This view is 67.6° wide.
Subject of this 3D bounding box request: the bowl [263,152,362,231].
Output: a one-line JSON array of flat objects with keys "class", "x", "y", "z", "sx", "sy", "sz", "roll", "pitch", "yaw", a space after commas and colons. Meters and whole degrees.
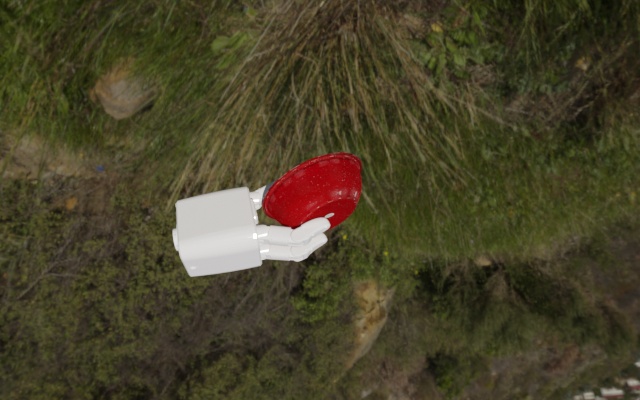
[{"class": "bowl", "x": 0.001, "y": 0.002, "z": 0.696, "sx": 0.162, "sy": 0.055, "sz": 0.162, "roll": -23, "pitch": -26, "yaw": -12}]
